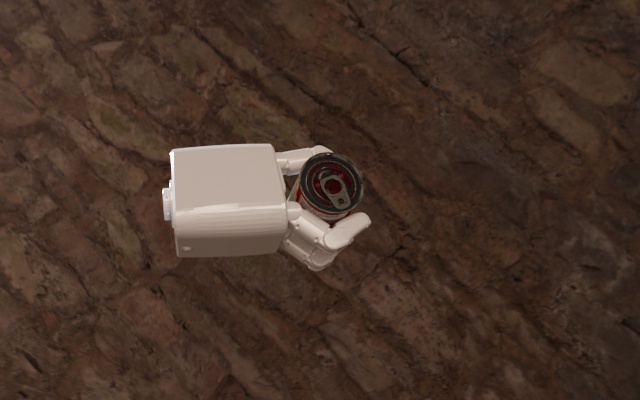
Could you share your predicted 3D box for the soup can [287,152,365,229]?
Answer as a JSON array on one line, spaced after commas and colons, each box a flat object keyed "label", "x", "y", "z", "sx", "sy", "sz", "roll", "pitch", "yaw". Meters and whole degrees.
[{"label": "soup can", "x": 0.000, "y": 0.002, "z": 0.519, "sx": 0.068, "sy": 0.068, "sz": 0.102, "roll": 0, "pitch": -24, "yaw": -15}]
